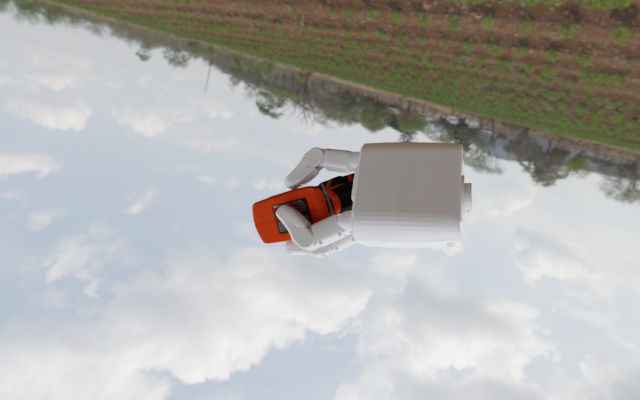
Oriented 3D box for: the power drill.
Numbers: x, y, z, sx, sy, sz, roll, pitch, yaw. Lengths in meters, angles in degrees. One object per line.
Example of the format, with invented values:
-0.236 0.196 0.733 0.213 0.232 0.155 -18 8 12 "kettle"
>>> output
0.000 0.002 0.620 0.184 0.057 0.187 -16 4 36 "power drill"
